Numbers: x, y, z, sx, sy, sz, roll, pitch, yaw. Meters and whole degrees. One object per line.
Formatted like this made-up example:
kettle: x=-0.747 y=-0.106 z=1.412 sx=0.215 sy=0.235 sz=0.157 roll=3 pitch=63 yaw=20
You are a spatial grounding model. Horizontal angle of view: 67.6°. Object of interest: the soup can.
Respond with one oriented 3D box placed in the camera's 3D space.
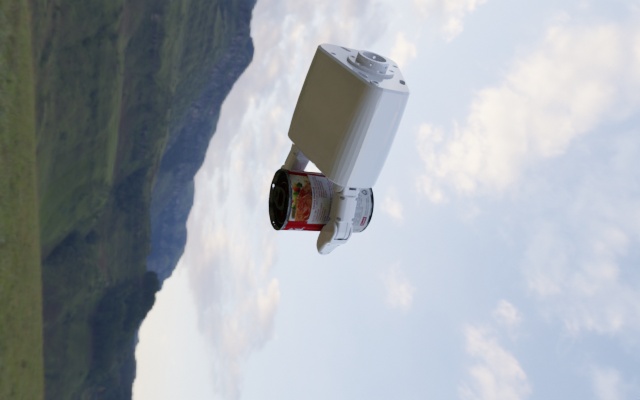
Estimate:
soup can: x=0.000 y=0.002 z=0.537 sx=0.102 sy=0.068 sz=0.068 roll=4 pitch=-2 yaw=-25
